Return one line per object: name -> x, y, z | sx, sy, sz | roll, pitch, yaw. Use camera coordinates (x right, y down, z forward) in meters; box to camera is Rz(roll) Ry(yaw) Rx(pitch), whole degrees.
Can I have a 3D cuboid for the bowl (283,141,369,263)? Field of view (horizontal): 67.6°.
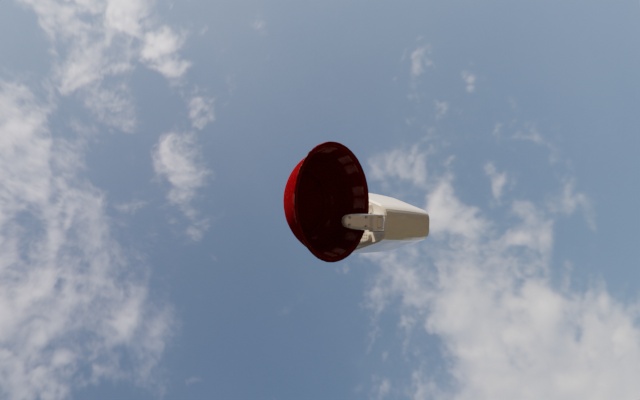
bowl -> -0.001, 0.002, 0.653 | 0.055, 0.162, 0.162 | 0, 0, 39
